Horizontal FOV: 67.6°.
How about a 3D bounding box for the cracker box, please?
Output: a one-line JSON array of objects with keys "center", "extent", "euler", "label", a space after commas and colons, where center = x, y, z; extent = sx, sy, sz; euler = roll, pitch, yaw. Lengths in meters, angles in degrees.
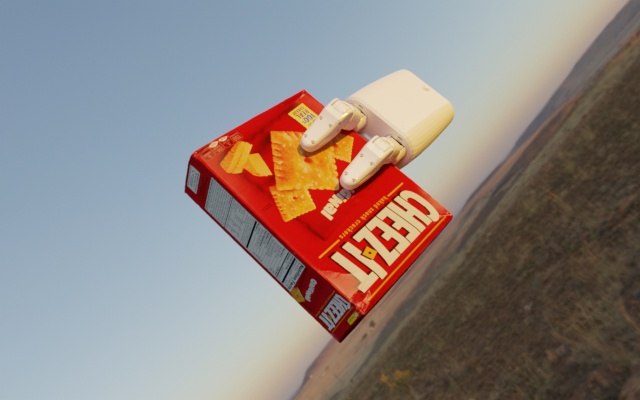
[{"center": [0.000, 0.002, 0.474], "extent": [0.164, 0.213, 0.072], "euler": [-38, -16, -37], "label": "cracker box"}]
